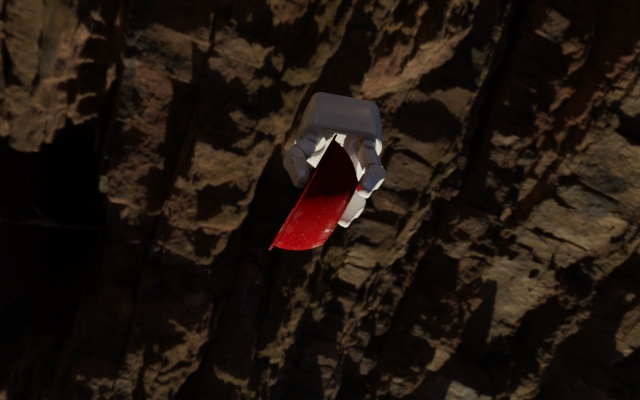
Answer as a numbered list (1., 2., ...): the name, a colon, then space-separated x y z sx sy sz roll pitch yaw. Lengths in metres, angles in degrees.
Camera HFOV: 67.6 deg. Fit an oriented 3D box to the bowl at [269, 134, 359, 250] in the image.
1. bowl: 0.000 0.003 0.581 0.055 0.162 0.162 31 -1 -2
